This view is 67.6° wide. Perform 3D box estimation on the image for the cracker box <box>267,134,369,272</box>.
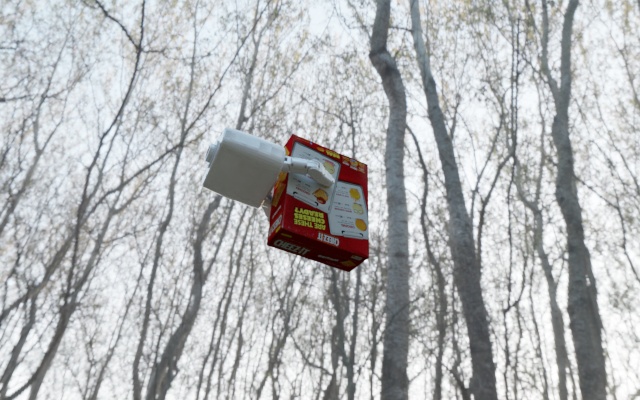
[{"bbox_3d":[0.000,0.003,0.849,0.164,0.213,0.072,20,-41,-20],"label":"cracker box"}]
